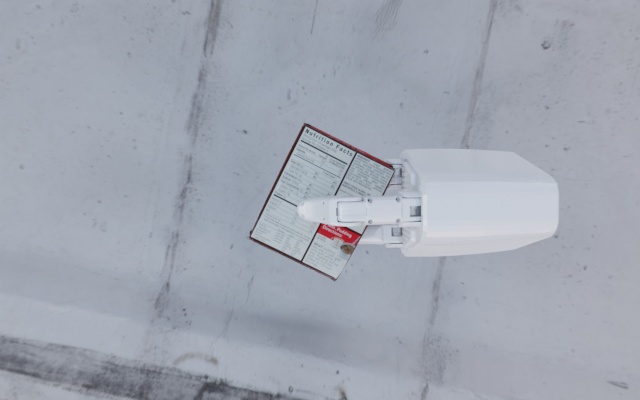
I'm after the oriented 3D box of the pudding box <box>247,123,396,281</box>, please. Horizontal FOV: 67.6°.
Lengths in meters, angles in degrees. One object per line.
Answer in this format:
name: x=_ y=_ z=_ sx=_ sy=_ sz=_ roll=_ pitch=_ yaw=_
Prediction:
pudding box: x=0.000 y=0.001 z=0.419 sx=0.090 sy=0.113 sz=0.039 roll=27 pitch=2 yaw=-4
